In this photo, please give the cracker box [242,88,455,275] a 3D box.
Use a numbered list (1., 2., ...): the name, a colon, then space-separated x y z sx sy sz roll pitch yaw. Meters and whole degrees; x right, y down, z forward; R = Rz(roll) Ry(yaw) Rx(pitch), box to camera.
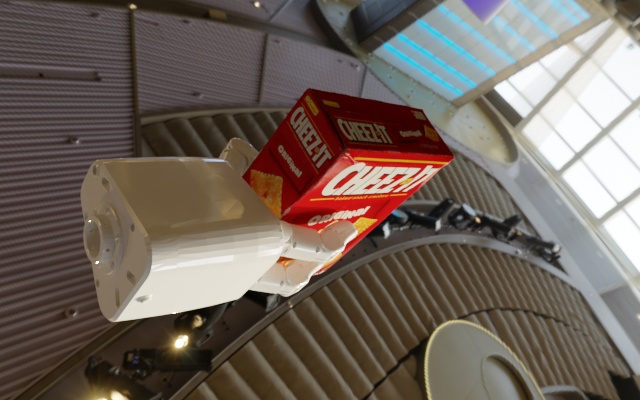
1. cracker box: 0.000 0.001 0.460 0.164 0.072 0.214 -4 -33 -47
